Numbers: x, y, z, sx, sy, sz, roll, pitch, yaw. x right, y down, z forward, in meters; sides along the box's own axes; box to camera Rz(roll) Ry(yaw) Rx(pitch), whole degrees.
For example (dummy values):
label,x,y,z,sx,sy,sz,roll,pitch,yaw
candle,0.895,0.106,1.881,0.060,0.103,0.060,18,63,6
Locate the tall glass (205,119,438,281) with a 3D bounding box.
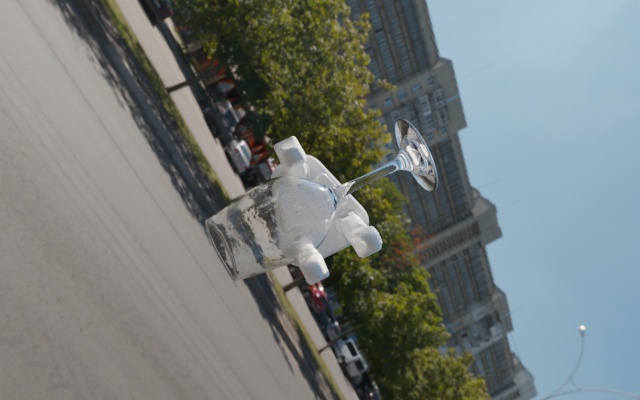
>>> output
label,x,y,z,sx,sy,sz,roll,pitch,yaw
tall glass,0.001,0.001,0.436,0.201,0.079,0.079,-26,2,-5
